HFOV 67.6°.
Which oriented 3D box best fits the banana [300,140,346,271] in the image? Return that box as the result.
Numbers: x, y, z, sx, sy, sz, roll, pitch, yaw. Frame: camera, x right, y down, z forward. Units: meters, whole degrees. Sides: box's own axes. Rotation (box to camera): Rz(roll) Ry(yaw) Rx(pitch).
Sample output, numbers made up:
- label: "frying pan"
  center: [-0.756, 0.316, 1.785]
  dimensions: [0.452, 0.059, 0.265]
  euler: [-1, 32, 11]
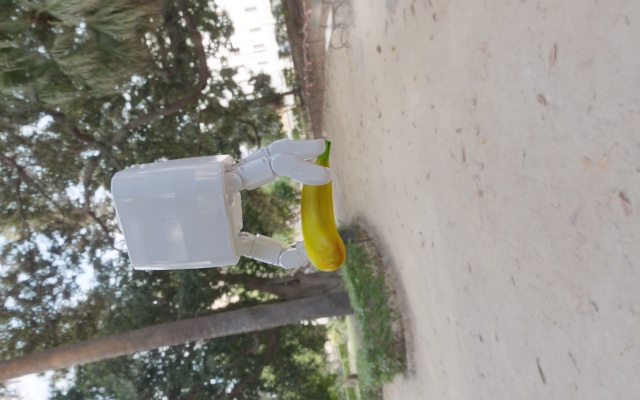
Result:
- label: "banana"
  center: [-0.001, 0.015, 0.481]
  dimensions: [0.037, 0.070, 0.197]
  euler: [-1, 36, -4]
